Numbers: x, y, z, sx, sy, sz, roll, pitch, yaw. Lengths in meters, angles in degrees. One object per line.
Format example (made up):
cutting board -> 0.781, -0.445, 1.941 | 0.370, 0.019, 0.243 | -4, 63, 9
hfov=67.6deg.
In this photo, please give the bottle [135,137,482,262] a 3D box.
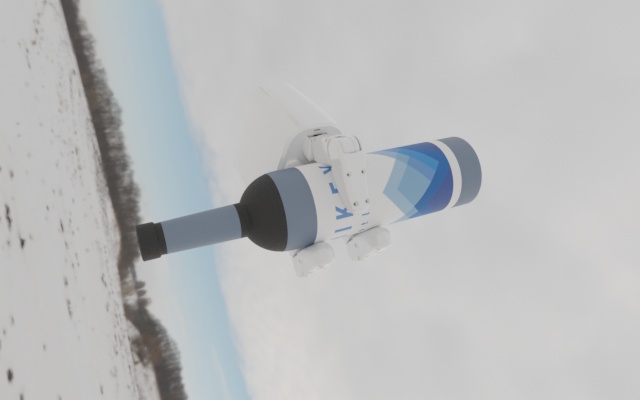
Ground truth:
bottle -> 0.000, 0.001, 0.404 | 0.295, 0.069, 0.069 | -13, 5, -23
